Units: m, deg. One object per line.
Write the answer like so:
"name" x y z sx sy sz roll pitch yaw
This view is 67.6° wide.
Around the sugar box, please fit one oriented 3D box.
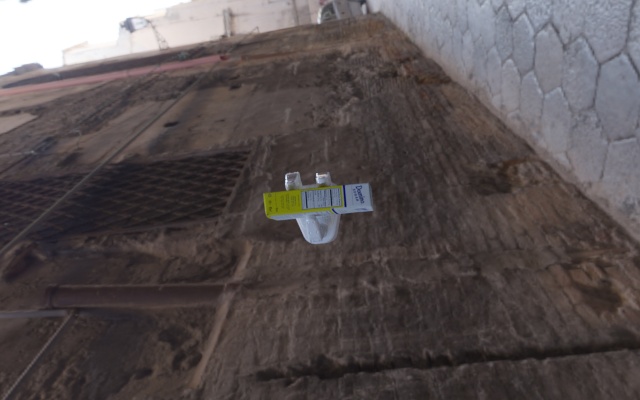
"sugar box" 0.000 0.002 0.812 0.176 0.048 0.093 -8 -7 7
